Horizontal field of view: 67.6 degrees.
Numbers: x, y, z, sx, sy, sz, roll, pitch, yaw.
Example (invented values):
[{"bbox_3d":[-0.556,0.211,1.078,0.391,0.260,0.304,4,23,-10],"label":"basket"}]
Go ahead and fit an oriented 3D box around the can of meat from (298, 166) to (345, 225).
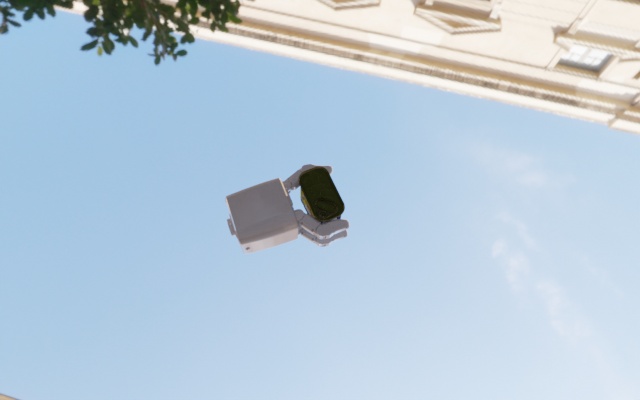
[{"bbox_3d":[0.000,0.003,0.870,0.057,0.102,0.084,-22,-20,-11],"label":"can of meat"}]
